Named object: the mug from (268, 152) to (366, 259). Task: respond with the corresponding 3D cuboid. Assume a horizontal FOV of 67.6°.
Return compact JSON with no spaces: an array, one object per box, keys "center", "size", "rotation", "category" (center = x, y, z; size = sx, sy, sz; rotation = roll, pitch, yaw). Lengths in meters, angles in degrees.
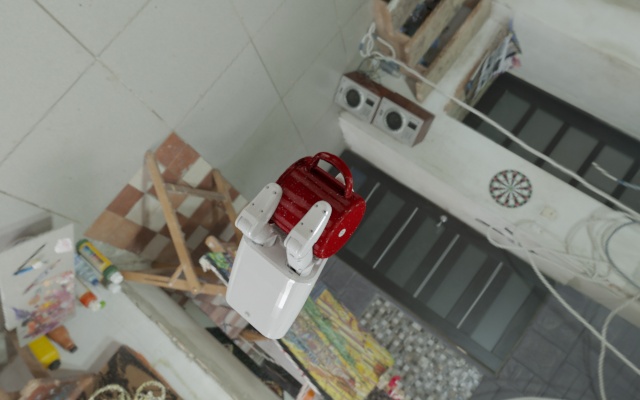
[{"center":[0.001,0.001,0.524],"size":[0.081,0.117,0.093],"rotation":[36,35,19],"category":"mug"}]
